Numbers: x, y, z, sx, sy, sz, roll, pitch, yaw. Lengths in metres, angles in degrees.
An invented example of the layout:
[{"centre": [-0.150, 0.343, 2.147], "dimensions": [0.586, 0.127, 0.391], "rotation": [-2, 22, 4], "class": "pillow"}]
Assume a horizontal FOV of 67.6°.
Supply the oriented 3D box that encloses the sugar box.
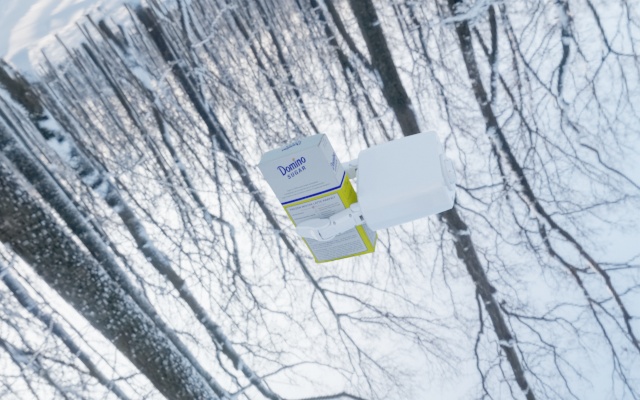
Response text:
[{"centre": [0.000, 0.002, 0.640], "dimensions": [0.093, 0.176, 0.048], "rotation": [-15, 28, 24], "class": "sugar box"}]
